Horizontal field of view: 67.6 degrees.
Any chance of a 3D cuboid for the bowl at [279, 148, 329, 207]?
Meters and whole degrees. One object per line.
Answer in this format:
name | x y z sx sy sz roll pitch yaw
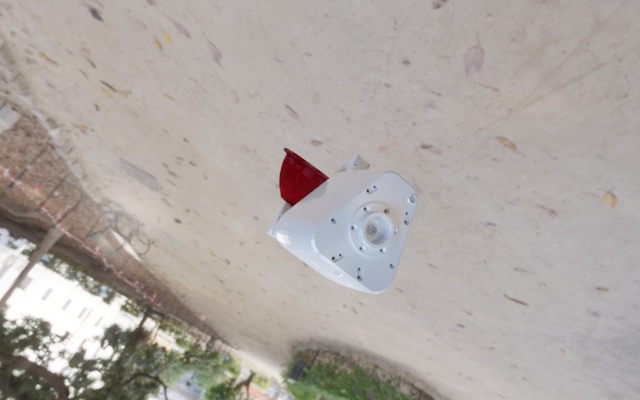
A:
bowl | 0.000 0.002 0.624 0.162 0.055 0.162 38 -1 0
